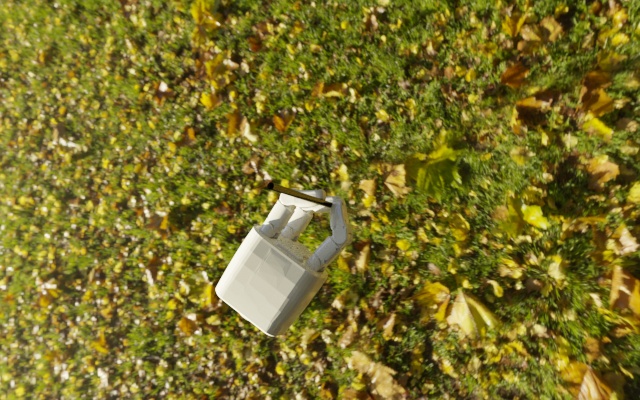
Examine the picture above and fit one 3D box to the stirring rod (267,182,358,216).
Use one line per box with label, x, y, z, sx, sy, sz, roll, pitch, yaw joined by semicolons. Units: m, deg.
stirring rod;0.000;0.002;0.596;0.011;0.011;0.239;0;-8;25
